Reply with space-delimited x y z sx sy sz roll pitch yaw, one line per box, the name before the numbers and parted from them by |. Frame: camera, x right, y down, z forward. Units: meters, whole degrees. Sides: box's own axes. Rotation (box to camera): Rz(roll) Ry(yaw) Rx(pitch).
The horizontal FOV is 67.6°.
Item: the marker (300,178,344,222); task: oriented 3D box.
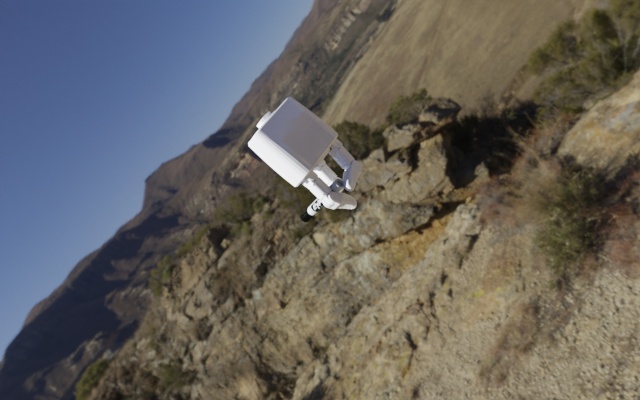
marker | 0.000 0.003 0.813 0.020 0.020 0.121 0 -31 -37
